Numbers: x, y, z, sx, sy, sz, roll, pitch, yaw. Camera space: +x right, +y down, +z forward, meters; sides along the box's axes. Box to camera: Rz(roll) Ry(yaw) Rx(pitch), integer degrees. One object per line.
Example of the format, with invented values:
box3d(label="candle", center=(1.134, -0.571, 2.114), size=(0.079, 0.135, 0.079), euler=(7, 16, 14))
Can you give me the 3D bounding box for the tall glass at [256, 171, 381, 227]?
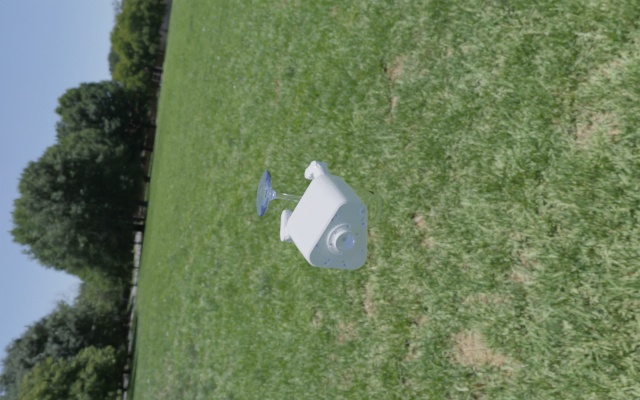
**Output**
box3d(label="tall glass", center=(-0.001, 0.002, 0.797), size=(0.201, 0.079, 0.079), euler=(8, -3, -22))
